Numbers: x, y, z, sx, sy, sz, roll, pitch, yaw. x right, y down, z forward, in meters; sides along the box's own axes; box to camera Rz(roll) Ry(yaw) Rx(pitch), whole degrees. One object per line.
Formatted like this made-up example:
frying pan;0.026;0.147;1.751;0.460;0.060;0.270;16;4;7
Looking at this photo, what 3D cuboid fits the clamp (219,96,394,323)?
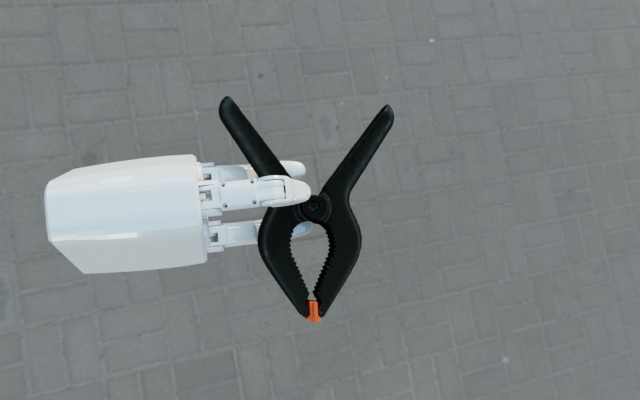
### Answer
clamp;0.000;0.002;0.438;0.164;0.210;0.036;-6;-6;-11
